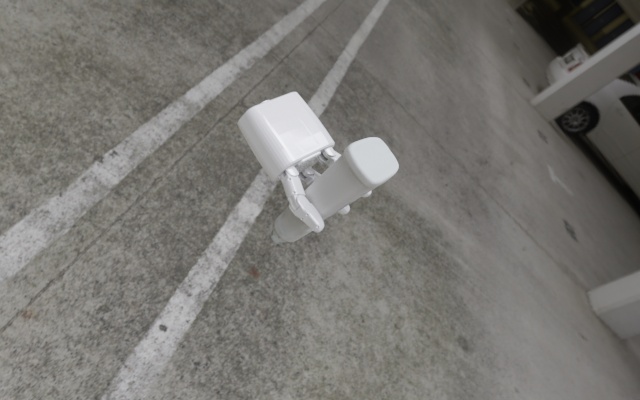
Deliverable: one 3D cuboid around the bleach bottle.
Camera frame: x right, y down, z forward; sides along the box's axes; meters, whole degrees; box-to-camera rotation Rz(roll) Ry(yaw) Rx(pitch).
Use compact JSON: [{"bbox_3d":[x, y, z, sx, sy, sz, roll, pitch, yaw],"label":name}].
[{"bbox_3d":[0.000,0.002,0.732,0.251,0.068,0.102,-38,-7,37],"label":"bleach bottle"}]
